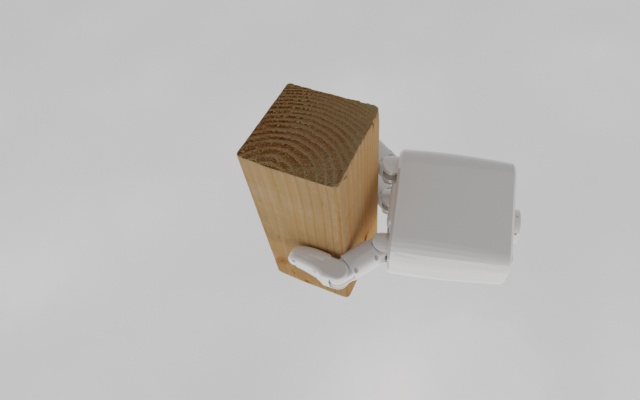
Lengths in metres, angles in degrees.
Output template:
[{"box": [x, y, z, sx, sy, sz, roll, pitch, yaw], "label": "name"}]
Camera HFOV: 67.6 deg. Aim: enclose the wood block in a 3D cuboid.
[{"box": [0.000, 0.002, 0.465, 0.090, 0.090, 0.206, 19, -30, 18], "label": "wood block"}]
